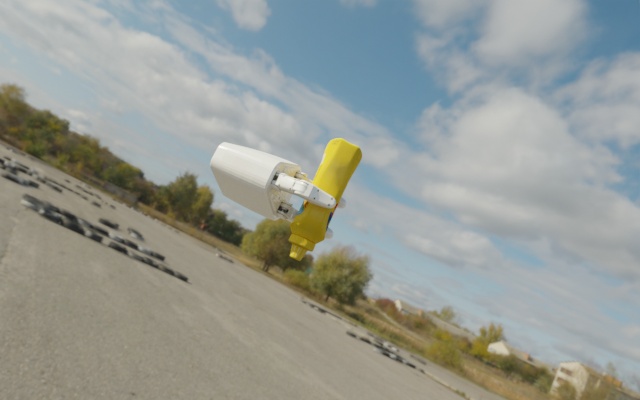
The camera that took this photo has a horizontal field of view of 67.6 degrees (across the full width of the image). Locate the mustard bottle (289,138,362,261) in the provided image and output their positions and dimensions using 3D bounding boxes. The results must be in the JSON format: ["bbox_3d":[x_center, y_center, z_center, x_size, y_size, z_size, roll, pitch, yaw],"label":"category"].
[{"bbox_3d":[0.001,0.002,0.739,0.058,0.191,0.096,26,-10,-5],"label":"mustard bottle"}]
